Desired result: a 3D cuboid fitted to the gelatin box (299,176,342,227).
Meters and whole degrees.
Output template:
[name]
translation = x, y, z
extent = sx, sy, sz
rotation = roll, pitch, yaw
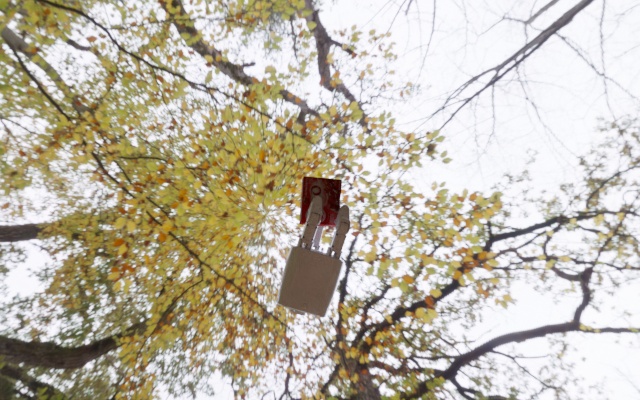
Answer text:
[gelatin box]
translation = 0.000, 0.003, 0.884
extent = 0.073, 0.089, 0.030
rotation = 5, -8, -8
